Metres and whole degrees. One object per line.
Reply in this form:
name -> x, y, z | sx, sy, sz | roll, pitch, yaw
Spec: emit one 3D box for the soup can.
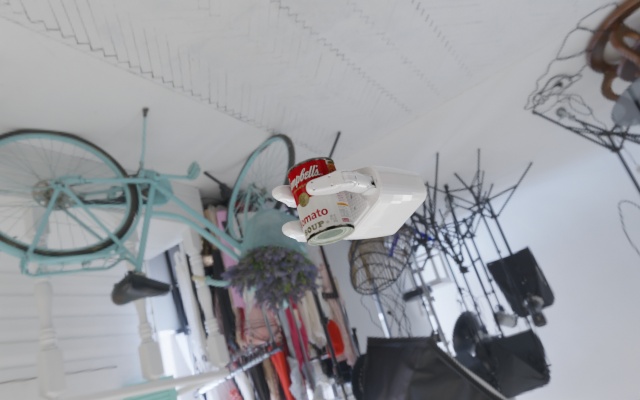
soup can -> 0.000, 0.002, 0.641 | 0.068, 0.102, 0.068 | -15, -20, -6
